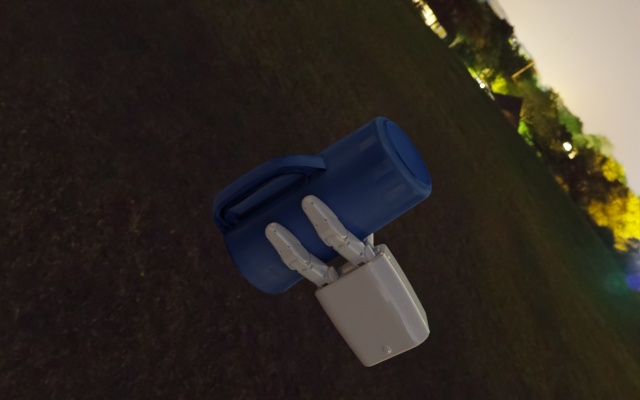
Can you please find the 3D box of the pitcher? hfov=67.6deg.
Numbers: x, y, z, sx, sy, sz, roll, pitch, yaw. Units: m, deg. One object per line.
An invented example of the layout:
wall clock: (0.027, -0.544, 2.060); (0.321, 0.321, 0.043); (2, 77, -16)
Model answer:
pitcher: (0.000, 0.002, 0.578); (0.243, 0.145, 0.149); (-33, -2, 24)
